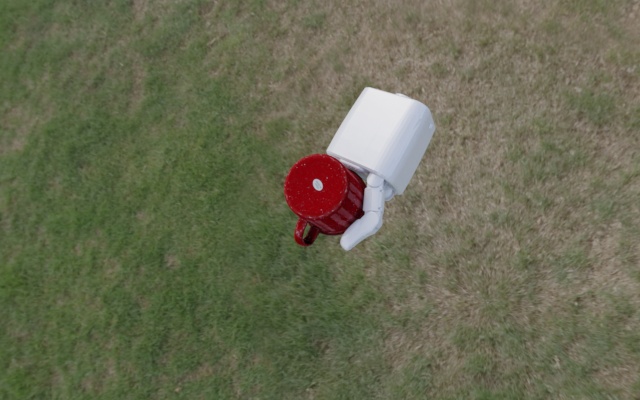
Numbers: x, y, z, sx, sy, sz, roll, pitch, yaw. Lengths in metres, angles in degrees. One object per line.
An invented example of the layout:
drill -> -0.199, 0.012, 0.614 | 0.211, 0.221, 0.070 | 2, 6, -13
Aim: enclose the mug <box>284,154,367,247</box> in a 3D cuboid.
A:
mug -> -0.001, 0.003, 0.589 | 0.093, 0.117, 0.081 | 28, -3, 22
